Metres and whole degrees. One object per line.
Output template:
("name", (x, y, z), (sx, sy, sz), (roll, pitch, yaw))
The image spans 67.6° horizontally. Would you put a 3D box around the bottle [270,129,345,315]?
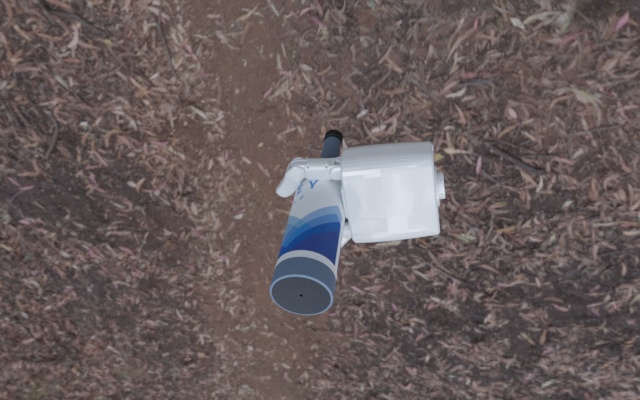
("bottle", (0.000, 0.002, 0.598), (0.069, 0.069, 0.295), (0, 41, 10))
